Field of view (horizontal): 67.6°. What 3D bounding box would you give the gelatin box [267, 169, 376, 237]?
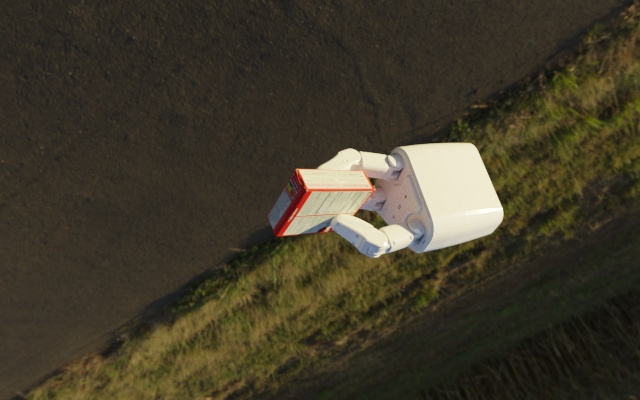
[{"bbox_3d":[0.000,0.002,0.484,0.089,0.030,0.073,-3,-37,-37],"label":"gelatin box"}]
